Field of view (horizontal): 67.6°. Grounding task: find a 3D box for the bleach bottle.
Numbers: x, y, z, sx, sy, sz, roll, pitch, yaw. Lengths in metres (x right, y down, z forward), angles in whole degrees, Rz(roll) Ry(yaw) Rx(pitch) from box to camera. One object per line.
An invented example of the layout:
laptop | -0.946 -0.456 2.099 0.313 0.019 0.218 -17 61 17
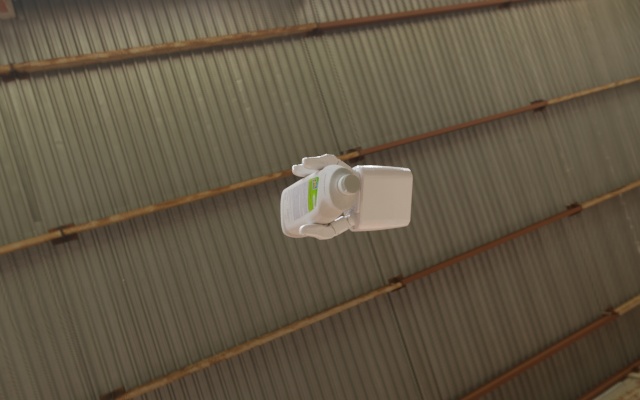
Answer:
bleach bottle | 0.000 0.003 0.820 0.068 0.102 0.251 0 -9 -23
